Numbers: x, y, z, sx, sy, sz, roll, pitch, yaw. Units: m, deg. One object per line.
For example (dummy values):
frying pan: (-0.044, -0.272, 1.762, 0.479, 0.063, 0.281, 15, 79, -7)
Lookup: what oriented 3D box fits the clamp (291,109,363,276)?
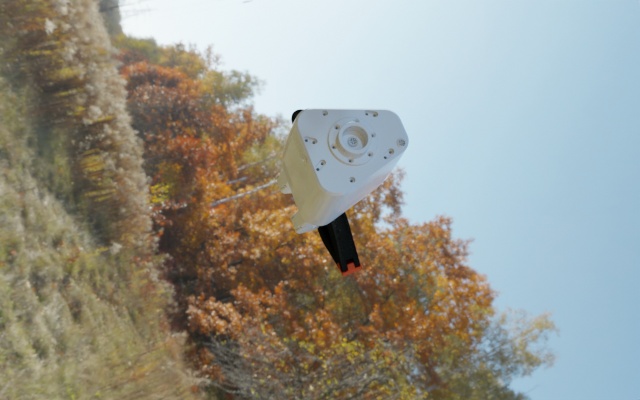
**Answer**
clamp: (0.001, 0.002, 0.645, 0.036, 0.210, 0.164, -19, -12, -12)
